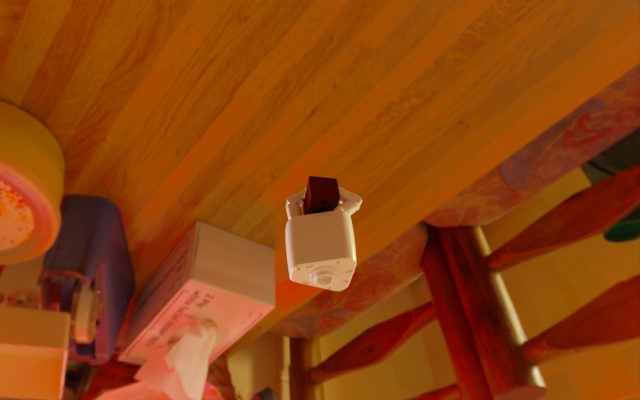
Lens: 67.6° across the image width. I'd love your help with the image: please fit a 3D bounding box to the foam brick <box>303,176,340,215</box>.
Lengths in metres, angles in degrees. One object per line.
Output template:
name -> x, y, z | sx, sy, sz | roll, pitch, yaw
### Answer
foam brick -> 0.000, 0.003, 0.858 | 0.053, 0.078, 0.051 | 3, 44, -11
